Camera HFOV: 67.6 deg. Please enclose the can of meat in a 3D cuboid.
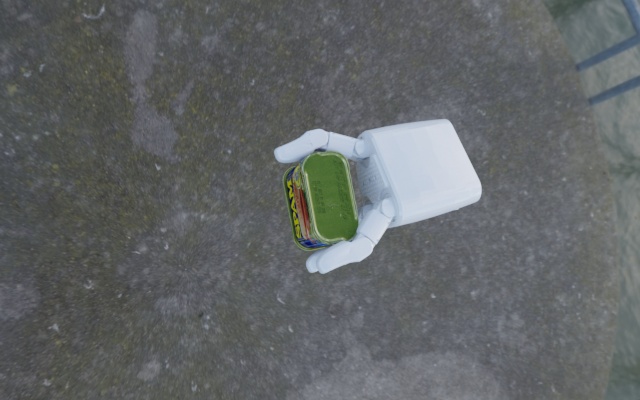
[{"bbox_3d":[0.000,0.002,0.526,0.057,0.102,0.084,-9,-5,-17],"label":"can of meat"}]
